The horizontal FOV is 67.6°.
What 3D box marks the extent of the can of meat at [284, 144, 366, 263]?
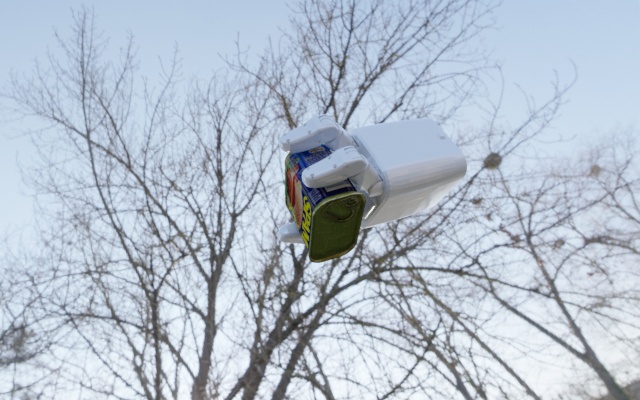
[{"bbox_3d":[0.000,0.002,0.508,0.057,0.084,0.102,-16,-38,-18],"label":"can of meat"}]
